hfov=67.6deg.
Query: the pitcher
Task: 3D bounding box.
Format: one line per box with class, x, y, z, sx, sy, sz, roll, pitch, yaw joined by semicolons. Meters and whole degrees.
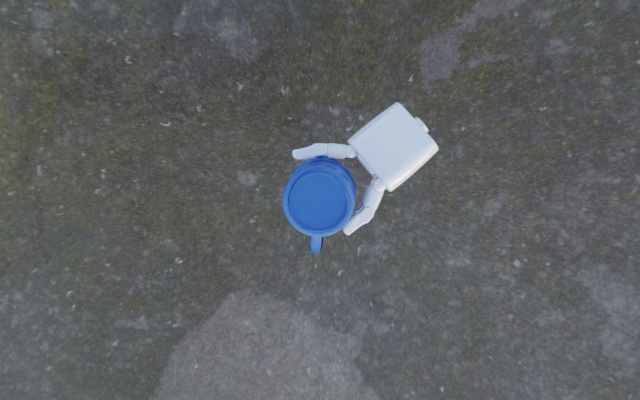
pitcher;0.000;0.003;0.820;0.145;0.149;0.243;-37;3;5
